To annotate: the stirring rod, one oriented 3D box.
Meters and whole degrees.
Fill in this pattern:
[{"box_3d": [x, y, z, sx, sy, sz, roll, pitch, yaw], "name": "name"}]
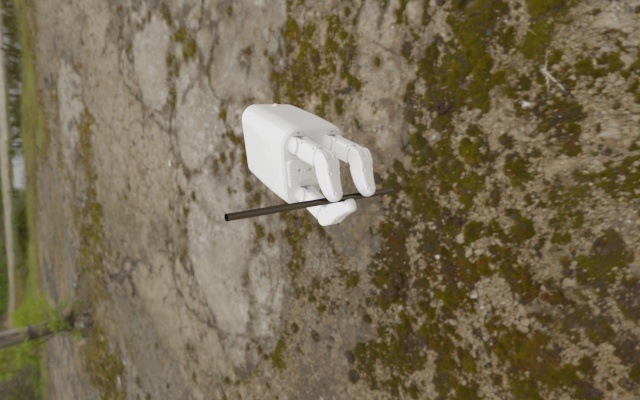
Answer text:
[{"box_3d": [0.000, 0.002, 0.542, 0.239, 0.011, 0.011, -9, 6, -39], "name": "stirring rod"}]
